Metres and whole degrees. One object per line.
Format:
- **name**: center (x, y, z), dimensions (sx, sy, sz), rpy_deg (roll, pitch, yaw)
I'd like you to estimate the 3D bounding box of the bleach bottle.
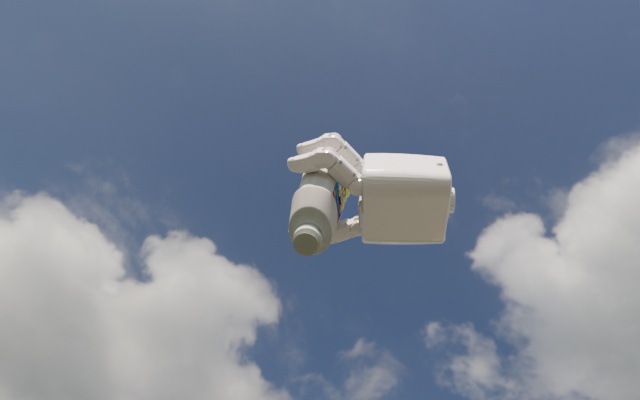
- **bleach bottle**: center (0.000, 0.002, 0.619), dimensions (0.068, 0.103, 0.250), rpy_deg (3, 25, 7)
